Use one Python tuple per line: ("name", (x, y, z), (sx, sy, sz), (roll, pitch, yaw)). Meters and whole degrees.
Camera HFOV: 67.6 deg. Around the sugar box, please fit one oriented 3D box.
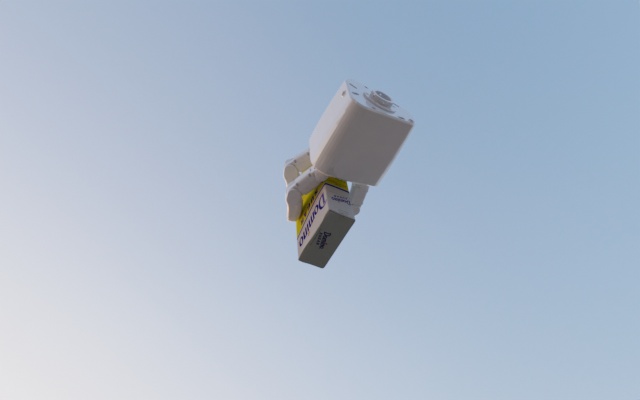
("sugar box", (0.000, 0.002, 0.682), (0.048, 0.093, 0.176), (22, 30, -17))
